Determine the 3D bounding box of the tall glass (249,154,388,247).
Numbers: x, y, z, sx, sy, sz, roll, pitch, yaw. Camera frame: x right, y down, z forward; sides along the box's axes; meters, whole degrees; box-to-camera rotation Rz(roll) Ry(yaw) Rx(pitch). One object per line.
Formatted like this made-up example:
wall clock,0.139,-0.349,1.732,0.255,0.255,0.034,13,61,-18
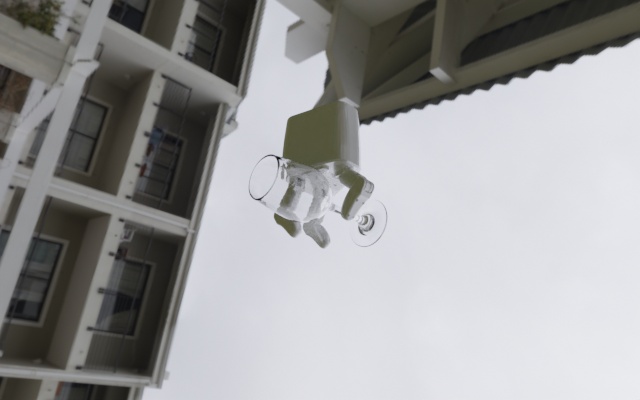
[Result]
tall glass,0.001,0.002,0.658,0.201,0.079,0.079,24,-15,-38
